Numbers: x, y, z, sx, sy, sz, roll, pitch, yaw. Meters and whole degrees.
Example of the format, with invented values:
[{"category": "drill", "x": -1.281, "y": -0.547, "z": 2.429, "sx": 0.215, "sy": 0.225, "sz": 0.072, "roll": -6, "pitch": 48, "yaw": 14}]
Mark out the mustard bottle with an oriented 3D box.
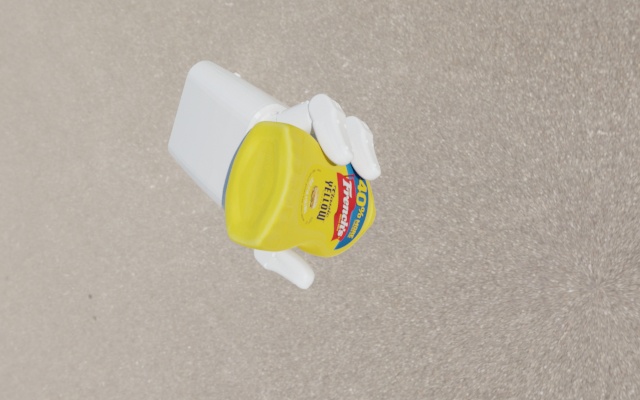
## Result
[{"category": "mustard bottle", "x": 0.000, "y": 0.001, "z": 0.425, "sx": 0.058, "sy": 0.096, "sz": 0.192, "roll": 10, "pitch": -4, "yaw": 31}]
